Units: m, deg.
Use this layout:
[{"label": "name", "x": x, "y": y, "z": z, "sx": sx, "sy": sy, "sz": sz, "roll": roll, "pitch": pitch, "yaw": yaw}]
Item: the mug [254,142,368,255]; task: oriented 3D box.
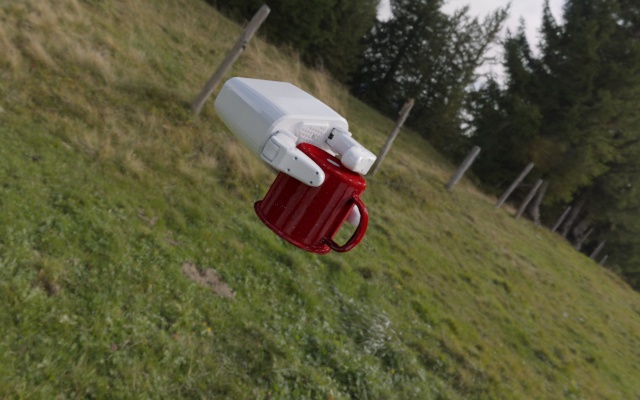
[{"label": "mug", "x": 0.001, "y": 0.002, "z": 0.476, "sx": 0.117, "sy": 0.081, "sz": 0.093, "roll": 42, "pitch": 17, "yaw": 33}]
